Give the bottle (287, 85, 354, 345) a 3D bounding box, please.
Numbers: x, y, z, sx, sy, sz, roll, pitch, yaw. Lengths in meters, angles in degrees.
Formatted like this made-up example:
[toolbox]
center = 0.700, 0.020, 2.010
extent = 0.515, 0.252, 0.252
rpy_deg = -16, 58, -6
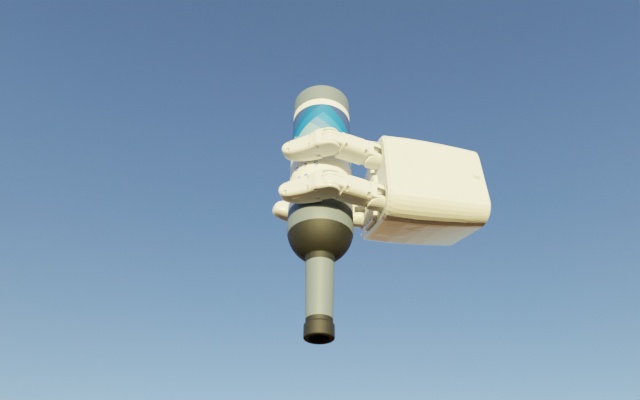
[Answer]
[bottle]
center = 0.000, 0.001, 0.497
extent = 0.069, 0.295, 0.069
rpy_deg = 0, -37, 0
